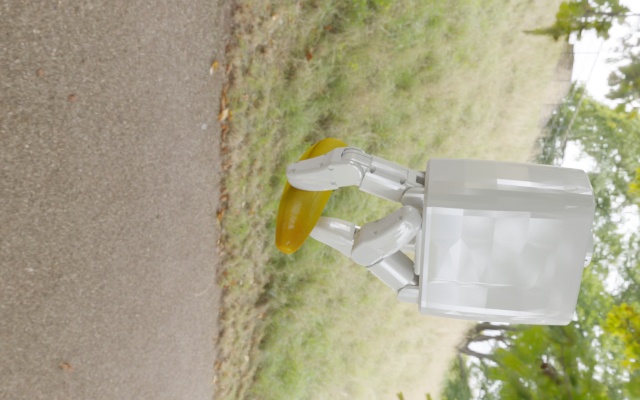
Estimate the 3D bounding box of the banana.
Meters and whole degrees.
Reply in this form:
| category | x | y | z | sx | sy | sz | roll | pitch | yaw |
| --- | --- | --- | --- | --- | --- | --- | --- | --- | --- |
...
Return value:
| category | x | y | z | sx | sy | sz | roll | pitch | yaw |
| --- | --- | --- | --- | --- | --- | --- | --- | --- | --- |
| banana | 0.001 | -0.018 | 0.423 | 0.037 | 0.070 | 0.197 | 4 | 16 | 12 |
